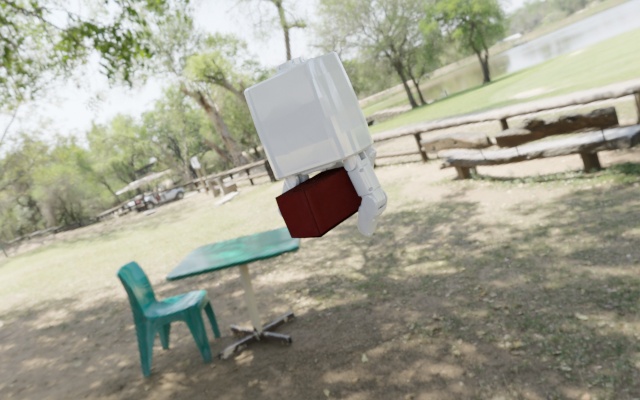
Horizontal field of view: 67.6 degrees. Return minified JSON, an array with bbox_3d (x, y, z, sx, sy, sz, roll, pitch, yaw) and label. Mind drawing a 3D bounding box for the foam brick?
[{"bbox_3d":[0.000,0.002,0.522,0.053,0.051,0.078,-8,18,48],"label":"foam brick"}]
